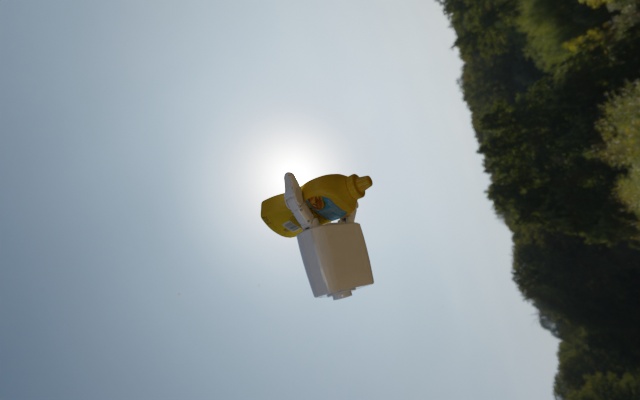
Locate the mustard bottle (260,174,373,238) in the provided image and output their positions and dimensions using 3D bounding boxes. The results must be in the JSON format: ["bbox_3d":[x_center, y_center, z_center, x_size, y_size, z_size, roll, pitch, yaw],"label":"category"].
[{"bbox_3d":[0.000,0.002,0.789,0.192,0.058,0.096,-23,-41,28],"label":"mustard bottle"}]
